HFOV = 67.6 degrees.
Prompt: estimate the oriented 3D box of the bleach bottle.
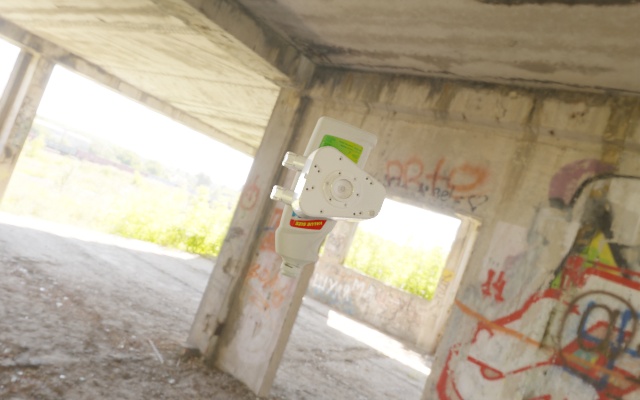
[{"bbox_3d":[0.000,0.002,0.751,0.102,0.251,0.068,20,-3,-5],"label":"bleach bottle"}]
